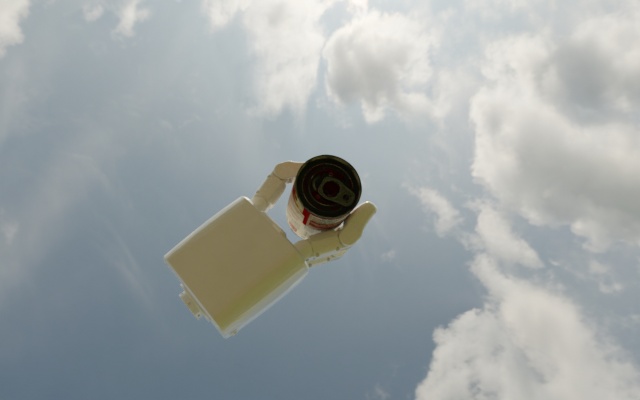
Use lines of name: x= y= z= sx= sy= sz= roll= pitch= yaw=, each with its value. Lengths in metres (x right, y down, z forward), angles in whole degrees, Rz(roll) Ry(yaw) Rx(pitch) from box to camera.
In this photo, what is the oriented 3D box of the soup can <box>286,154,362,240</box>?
soup can: x=0.000 y=0.001 z=0.521 sx=0.068 sy=0.068 sz=0.102 roll=0 pitch=-19 yaw=-10
